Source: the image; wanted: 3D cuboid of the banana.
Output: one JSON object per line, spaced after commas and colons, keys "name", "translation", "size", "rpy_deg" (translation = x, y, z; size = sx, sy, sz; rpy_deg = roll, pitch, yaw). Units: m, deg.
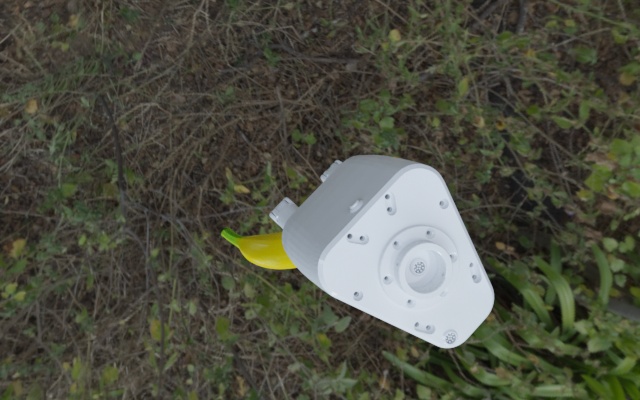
{"name": "banana", "translation": [0.004, 0.019, 0.469], "size": [0.198, 0.069, 0.037], "rpy_deg": [-22, -13, -7]}
